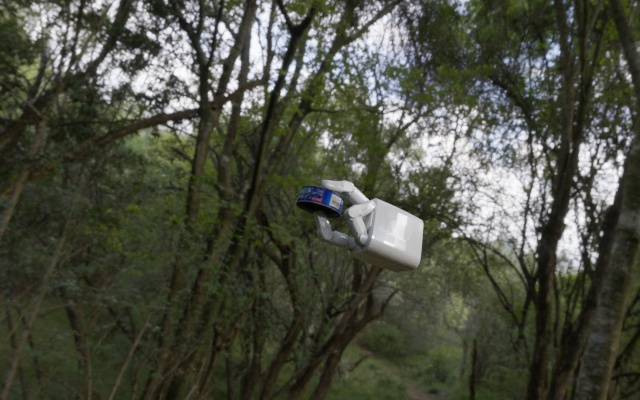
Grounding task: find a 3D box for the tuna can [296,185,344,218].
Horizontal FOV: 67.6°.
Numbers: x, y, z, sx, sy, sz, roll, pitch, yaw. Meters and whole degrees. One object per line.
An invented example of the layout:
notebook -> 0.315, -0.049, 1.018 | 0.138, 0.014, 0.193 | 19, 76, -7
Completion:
tuna can -> 0.000, 0.002, 0.888 | 0.086, 0.033, 0.086 | 15, -15, 4
